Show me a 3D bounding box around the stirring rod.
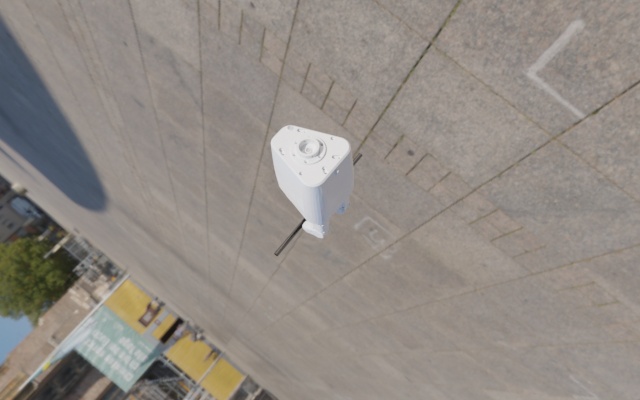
[{"bbox_3d":[0.000,0.003,0.818,0.011,0.239,0.011,34,-22,16],"label":"stirring rod"}]
